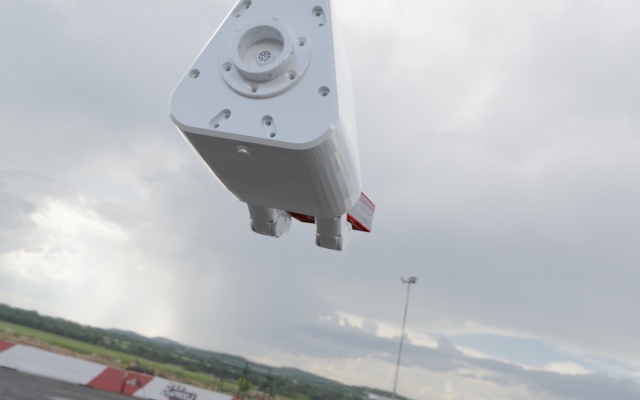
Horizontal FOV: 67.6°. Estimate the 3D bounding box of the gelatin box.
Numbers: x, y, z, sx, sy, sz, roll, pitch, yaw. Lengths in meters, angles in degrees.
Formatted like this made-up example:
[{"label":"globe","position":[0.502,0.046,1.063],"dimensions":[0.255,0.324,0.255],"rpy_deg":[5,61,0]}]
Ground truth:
[{"label":"gelatin box","position":[0.000,0.001,0.419],"dimensions":[0.073,0.030,0.089],"rpy_deg":[7,-14,25]}]
